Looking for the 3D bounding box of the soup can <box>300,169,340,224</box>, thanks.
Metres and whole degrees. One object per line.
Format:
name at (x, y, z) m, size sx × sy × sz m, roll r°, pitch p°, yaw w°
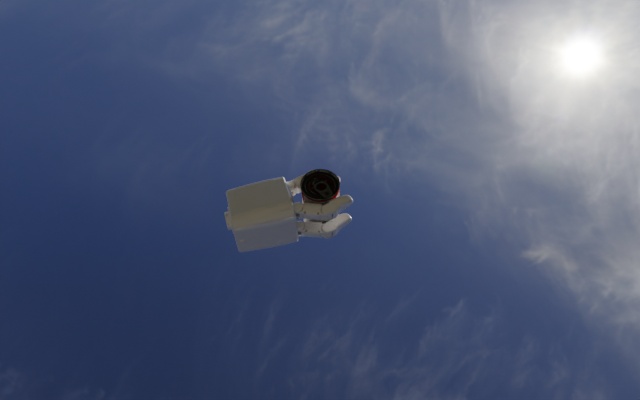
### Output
soup can at (0.001, 0.003, 0.849) m, size 0.068 × 0.068 × 0.102 m, roll 0°, pitch -38°, yaw 1°
